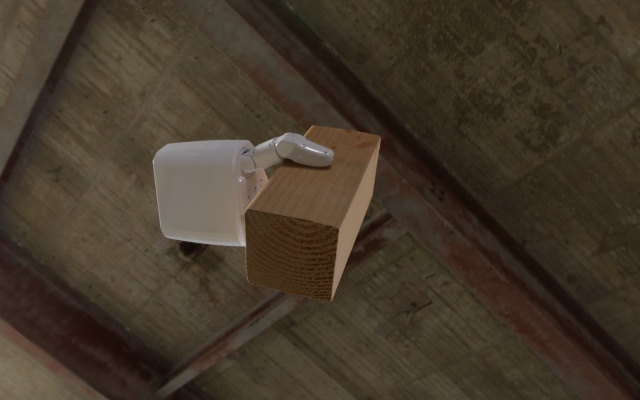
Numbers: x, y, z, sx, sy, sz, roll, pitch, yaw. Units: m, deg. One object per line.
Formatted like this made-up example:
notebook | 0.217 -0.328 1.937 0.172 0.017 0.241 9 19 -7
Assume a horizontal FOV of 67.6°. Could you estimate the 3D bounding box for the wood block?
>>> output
wood block | 0.000 0.001 0.523 0.090 0.091 0.206 11 33 12
